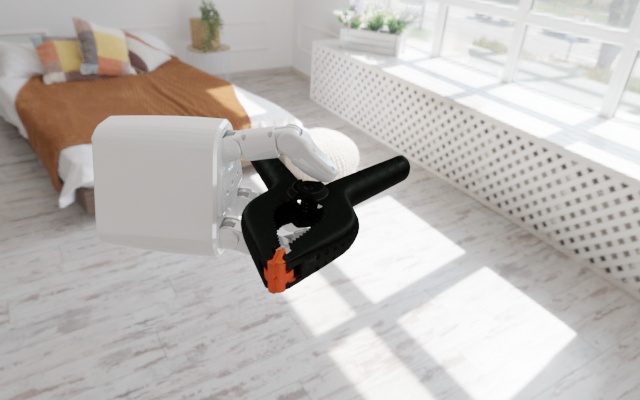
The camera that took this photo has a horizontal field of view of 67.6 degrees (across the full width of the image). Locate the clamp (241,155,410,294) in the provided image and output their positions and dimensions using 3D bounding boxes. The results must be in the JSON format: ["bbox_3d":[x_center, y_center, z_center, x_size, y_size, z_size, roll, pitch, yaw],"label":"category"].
[{"bbox_3d":[0.000,0.001,0.409,0.164,0.036,0.209,3,31,4],"label":"clamp"}]
